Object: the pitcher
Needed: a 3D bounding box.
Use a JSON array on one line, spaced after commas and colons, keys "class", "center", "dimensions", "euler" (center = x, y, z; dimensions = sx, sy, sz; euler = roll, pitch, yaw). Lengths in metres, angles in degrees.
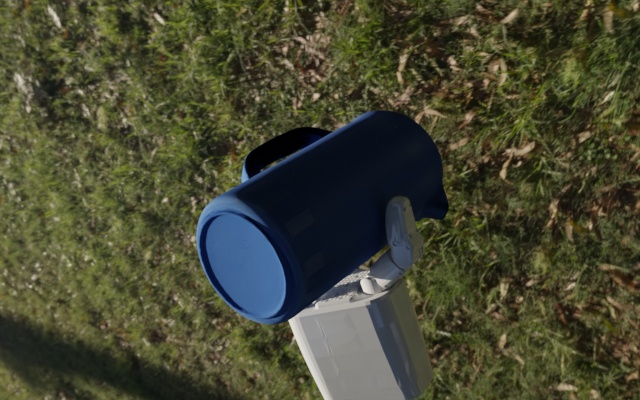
[{"class": "pitcher", "center": [0.000, 0.002, 0.447], "dimensions": [0.149, 0.145, 0.242], "euler": [-14, 12, 40]}]
